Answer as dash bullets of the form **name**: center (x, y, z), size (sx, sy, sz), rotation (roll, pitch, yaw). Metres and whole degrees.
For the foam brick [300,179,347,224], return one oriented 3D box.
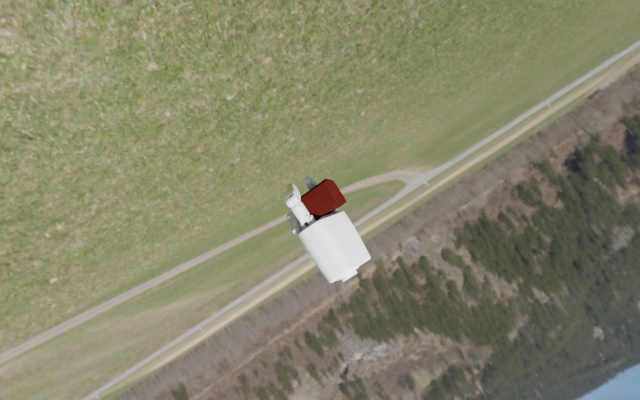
- **foam brick**: center (0.000, 0.003, 0.885), size (0.078, 0.051, 0.053), rotation (-35, -11, 16)
